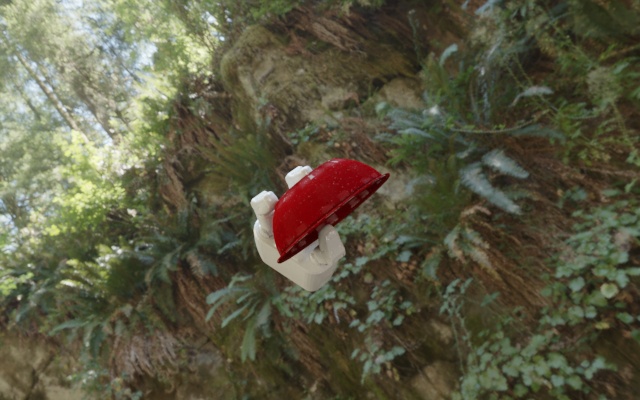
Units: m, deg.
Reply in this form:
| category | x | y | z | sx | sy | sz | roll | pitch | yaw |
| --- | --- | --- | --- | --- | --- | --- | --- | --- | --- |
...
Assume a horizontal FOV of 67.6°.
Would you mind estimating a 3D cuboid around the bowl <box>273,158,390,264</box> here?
| category | x | y | z | sx | sy | sz | roll | pitch | yaw |
| --- | --- | --- | --- | --- | --- | --- | --- | --- | --- |
| bowl | 0.000 | 0.001 | 0.543 | 0.162 | 0.055 | 0.162 | -38 | -7 | -5 |
